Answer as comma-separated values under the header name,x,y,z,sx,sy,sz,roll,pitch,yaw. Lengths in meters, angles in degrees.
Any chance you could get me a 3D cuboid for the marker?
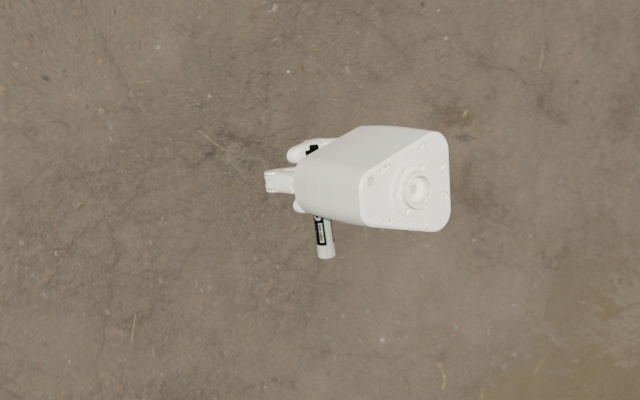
name,x,y,z,sx,sy,sz,roll,pitch,yaw
marker,0.000,0.002,0.500,0.020,0.121,0.020,-6,14,2
